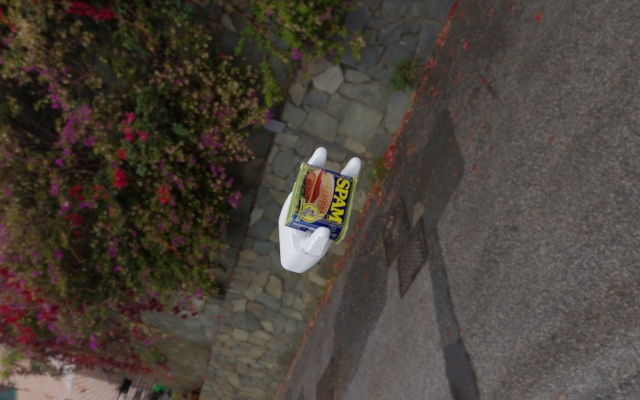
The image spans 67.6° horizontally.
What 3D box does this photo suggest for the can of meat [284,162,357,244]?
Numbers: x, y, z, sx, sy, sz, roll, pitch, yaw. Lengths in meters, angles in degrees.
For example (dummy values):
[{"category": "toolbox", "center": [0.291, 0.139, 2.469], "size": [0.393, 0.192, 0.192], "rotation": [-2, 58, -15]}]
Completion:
[{"category": "can of meat", "center": [0.000, 0.002, 0.700], "size": [0.084, 0.102, 0.057], "rotation": [17, -22, -9]}]
